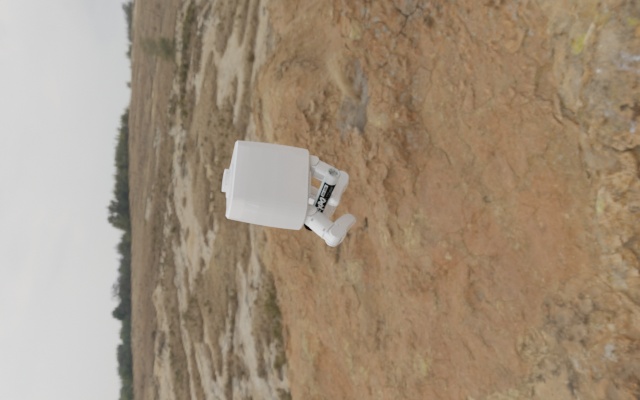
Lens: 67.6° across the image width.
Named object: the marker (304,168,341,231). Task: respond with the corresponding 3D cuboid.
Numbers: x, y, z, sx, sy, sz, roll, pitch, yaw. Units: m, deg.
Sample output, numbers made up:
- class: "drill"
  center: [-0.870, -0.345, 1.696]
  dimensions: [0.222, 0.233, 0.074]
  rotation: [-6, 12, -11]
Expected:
- class: "marker"
  center: [0.000, 0.002, 0.668]
  dimensions: [0.020, 0.020, 0.121]
  rotation: [0, -40, -22]
